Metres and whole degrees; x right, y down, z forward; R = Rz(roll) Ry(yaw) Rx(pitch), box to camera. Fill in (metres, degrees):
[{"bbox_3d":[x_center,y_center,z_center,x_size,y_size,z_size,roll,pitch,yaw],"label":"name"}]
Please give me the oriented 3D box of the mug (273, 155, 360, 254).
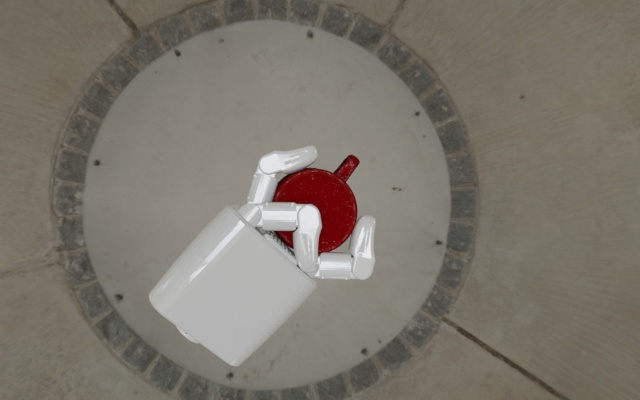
[{"bbox_3d":[0.001,0.001,0.483,0.093,0.117,0.081,42,-3,-3],"label":"mug"}]
